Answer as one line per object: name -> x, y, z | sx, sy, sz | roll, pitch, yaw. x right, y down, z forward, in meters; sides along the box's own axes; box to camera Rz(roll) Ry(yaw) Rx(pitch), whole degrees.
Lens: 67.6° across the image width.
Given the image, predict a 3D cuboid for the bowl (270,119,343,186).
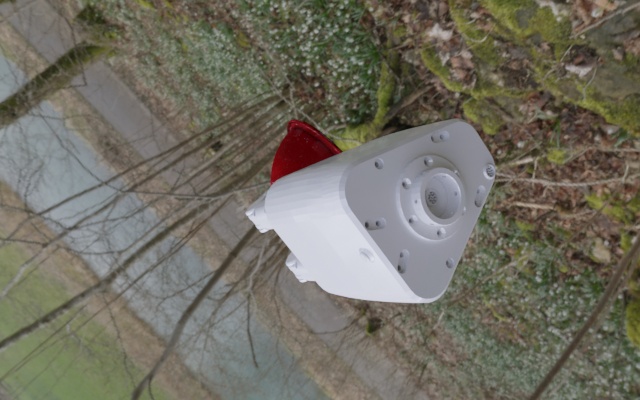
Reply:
bowl -> 0.000, 0.002, 0.471 | 0.055, 0.162, 0.162 | -39, 9, -11
